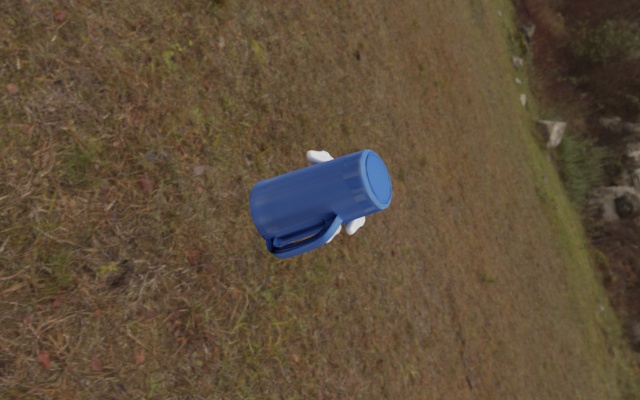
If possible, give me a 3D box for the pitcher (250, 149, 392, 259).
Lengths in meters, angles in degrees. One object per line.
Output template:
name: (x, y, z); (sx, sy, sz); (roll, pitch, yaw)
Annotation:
pitcher: (0.000, 0.003, 0.863); (0.243, 0.149, 0.145); (-18, 3, 31)
